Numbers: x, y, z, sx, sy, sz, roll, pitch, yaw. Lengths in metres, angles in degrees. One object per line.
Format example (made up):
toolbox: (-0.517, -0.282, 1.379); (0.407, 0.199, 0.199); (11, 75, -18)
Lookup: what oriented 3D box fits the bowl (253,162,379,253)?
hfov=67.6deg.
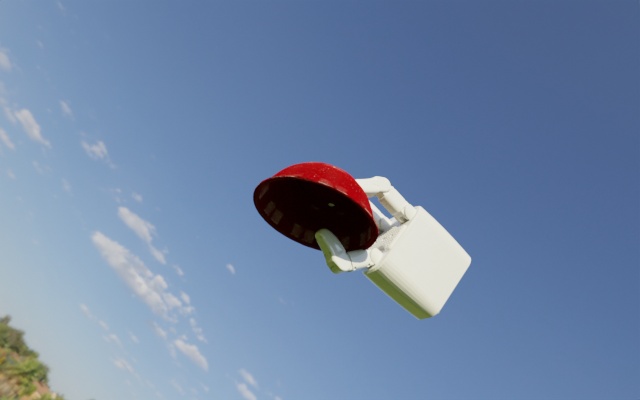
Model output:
bowl: (-0.001, 0.001, 0.597); (0.162, 0.055, 0.162); (15, -31, 10)
